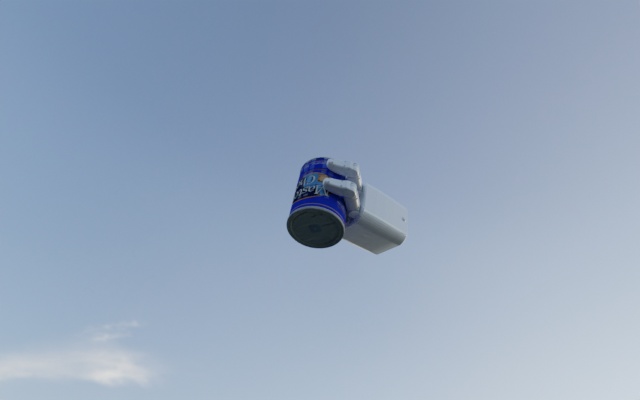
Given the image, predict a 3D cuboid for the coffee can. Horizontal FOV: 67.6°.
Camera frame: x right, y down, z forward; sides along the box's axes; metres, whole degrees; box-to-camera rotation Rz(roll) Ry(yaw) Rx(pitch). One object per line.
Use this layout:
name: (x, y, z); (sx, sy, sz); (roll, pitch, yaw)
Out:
coffee can: (0.000, 0.003, 0.882); (0.103, 0.103, 0.140); (0, 43, 11)
